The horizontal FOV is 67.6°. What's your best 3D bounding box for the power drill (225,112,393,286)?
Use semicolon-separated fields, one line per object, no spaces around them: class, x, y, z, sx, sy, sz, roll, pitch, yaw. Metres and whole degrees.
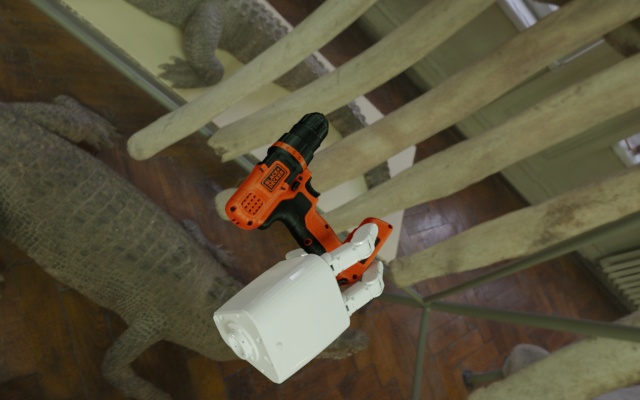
power drill;0.000;0.002;0.606;0.188;0.184;0.057;41;-21;-9
